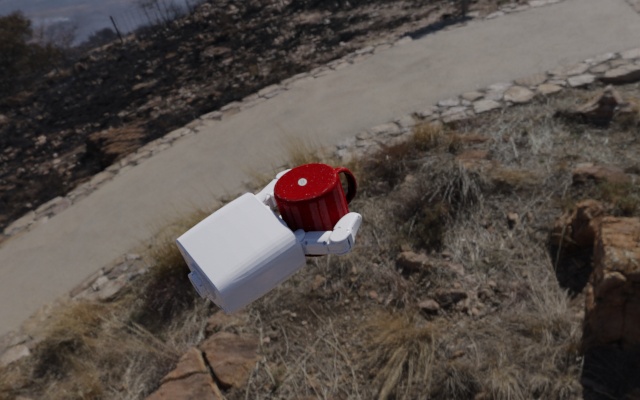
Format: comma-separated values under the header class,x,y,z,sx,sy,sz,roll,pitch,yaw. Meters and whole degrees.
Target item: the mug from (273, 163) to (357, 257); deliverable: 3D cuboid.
class,x,y,z,sx,sy,sz,roll,pitch,yaw
mug,0.001,0.001,0.590,0.117,0.082,0.093,-35,39,-24
